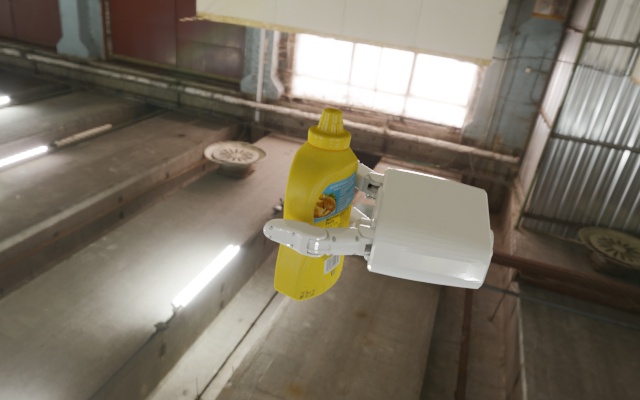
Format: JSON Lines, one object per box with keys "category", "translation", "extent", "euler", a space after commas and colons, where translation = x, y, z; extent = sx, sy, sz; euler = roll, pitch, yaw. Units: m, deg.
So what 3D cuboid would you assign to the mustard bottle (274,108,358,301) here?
{"category": "mustard bottle", "translation": [0.000, 0.002, 0.487], "extent": [0.058, 0.192, 0.096], "euler": [23, 29, 27]}
